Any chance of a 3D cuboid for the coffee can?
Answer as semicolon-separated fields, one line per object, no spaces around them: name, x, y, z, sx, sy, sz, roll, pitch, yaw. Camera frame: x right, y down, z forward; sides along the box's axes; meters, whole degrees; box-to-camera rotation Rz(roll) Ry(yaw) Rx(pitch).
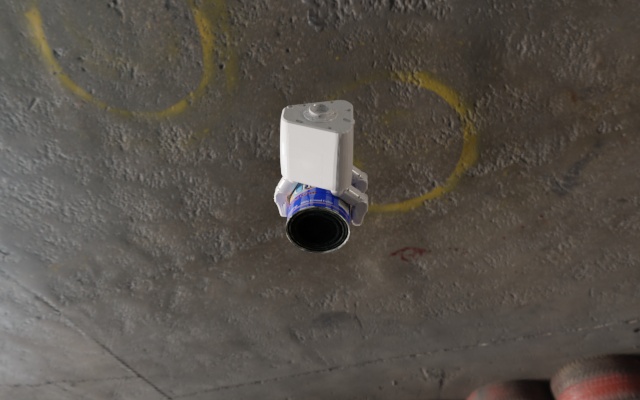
coffee can;0.000;0.003;0.799;0.103;0.103;0.140;0;41;5
